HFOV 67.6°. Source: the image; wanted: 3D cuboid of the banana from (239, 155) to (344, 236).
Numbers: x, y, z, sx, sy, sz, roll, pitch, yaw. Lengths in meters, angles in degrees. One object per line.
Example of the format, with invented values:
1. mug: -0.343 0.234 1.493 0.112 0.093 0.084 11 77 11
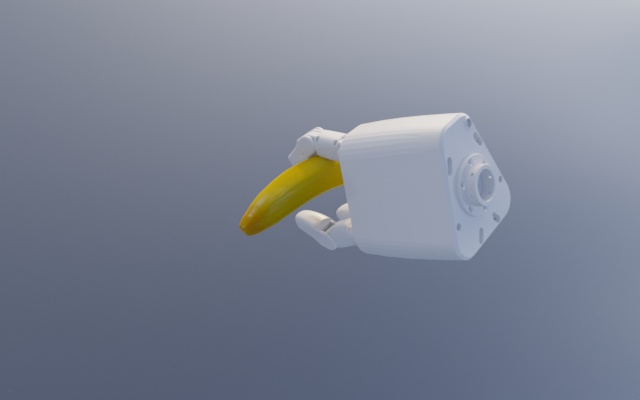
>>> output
1. banana: 0.004 -0.016 0.480 0.037 0.070 0.198 25 28 39
